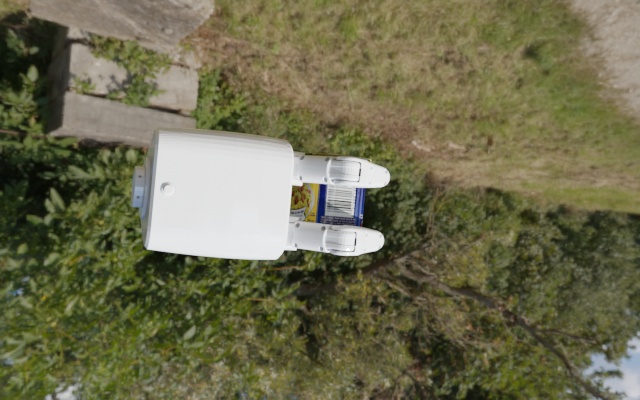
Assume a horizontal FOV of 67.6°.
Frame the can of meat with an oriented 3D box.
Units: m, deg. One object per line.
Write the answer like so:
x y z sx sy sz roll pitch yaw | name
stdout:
0.000 0.002 0.448 0.057 0.084 0.102 5 0 -26 | can of meat
